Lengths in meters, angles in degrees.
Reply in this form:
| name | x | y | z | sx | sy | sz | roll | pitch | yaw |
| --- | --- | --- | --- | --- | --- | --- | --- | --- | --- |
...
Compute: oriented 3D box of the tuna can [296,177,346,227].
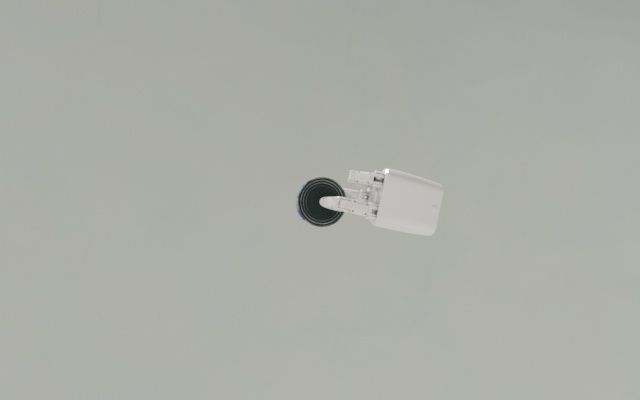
| name | x | y | z | sx | sy | sz | roll | pitch | yaw |
| --- | --- | --- | --- | --- | --- | --- | --- | --- | --- |
| tuna can | 0.000 | 0.003 | 0.834 | 0.086 | 0.086 | 0.034 | 0 | 0 | -13 |
